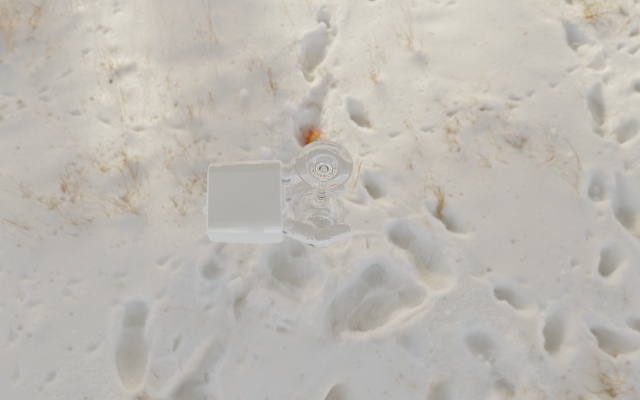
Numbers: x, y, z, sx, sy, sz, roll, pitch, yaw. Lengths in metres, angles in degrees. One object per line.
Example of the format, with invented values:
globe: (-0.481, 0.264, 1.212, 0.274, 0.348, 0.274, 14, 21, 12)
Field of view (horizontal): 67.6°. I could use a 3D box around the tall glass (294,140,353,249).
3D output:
tall glass: (0.000, 0.002, 0.694, 0.079, 0.079, 0.201, 0, -30, -3)
